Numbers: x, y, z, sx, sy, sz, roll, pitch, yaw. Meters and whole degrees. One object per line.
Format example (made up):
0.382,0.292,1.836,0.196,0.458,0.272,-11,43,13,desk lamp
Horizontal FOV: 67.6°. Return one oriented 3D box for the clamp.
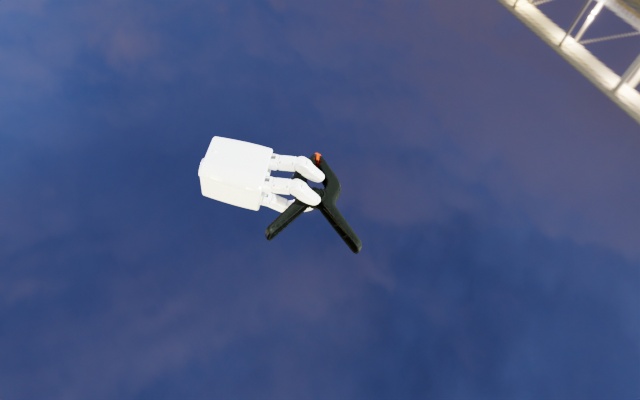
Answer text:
0.000,0.003,0.853,0.164,0.209,0.036,15,-40,-7,clamp
